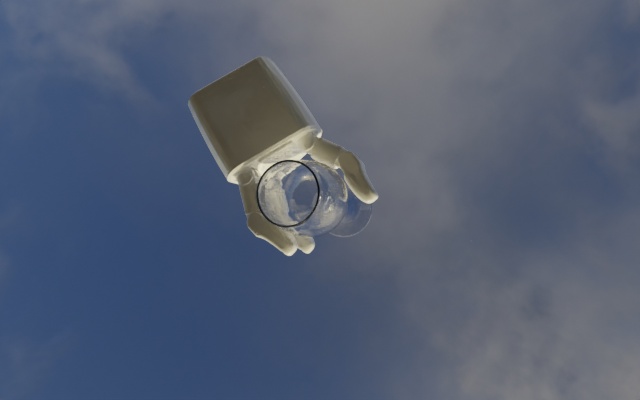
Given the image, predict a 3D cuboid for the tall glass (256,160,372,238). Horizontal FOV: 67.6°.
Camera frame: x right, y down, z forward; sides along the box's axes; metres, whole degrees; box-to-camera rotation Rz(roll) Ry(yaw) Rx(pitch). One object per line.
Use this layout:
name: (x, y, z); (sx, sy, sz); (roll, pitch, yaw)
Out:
tall glass: (0.000, 0.002, 0.523); (0.079, 0.079, 0.201); (0, -5, 17)
